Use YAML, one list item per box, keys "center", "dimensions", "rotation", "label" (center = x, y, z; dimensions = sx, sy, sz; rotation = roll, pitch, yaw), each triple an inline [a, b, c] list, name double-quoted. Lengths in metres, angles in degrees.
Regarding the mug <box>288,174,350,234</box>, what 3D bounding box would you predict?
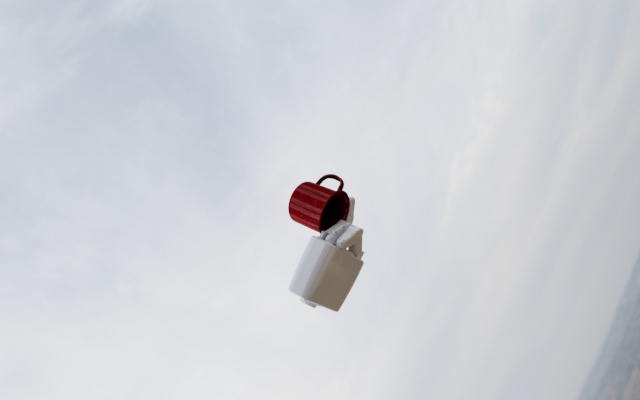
- center: [0.001, 0.002, 0.883]
  dimensions: [0.081, 0.117, 0.093]
  rotation: [22, -9, 33]
  label: "mug"
